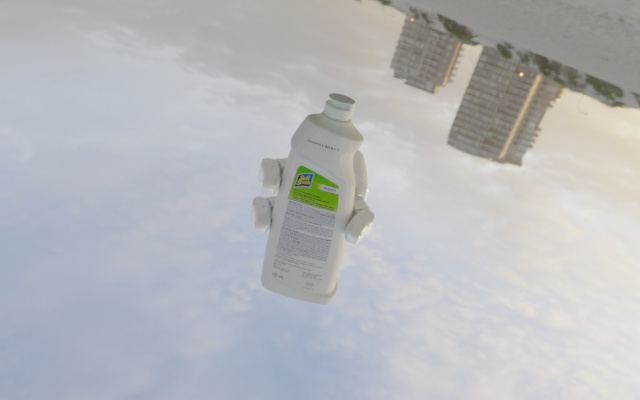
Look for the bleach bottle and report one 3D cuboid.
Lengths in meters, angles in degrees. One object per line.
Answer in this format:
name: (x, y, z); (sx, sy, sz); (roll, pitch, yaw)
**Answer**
bleach bottle: (0.000, 0.002, 0.557); (0.102, 0.251, 0.068); (14, 28, -3)
